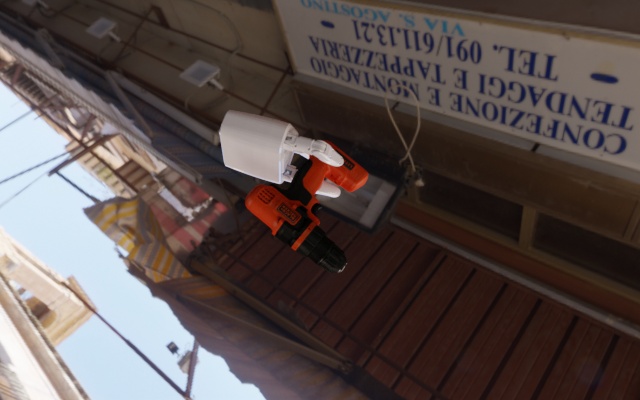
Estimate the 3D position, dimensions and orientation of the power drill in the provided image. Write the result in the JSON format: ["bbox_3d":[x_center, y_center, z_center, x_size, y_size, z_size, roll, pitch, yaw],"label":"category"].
[{"bbox_3d":[0.000,0.002,0.765,0.187,0.184,0.057,-50,0,-36],"label":"power drill"}]
